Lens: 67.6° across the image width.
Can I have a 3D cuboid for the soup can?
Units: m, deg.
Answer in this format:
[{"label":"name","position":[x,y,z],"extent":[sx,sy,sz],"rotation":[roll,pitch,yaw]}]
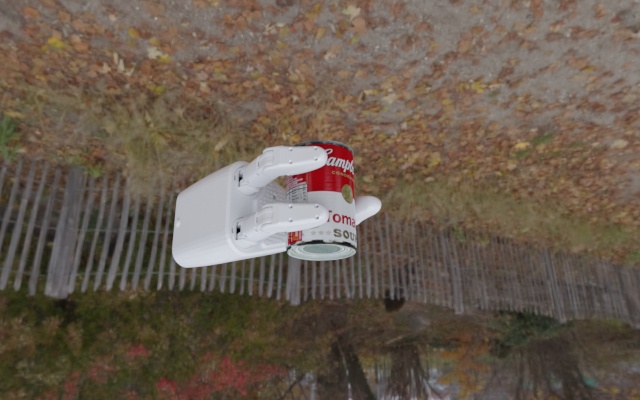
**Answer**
[{"label":"soup can","position":[0.001,0.002,0.464],"extent":[0.068,0.102,0.068],"rotation":[-1,-20,0]}]
